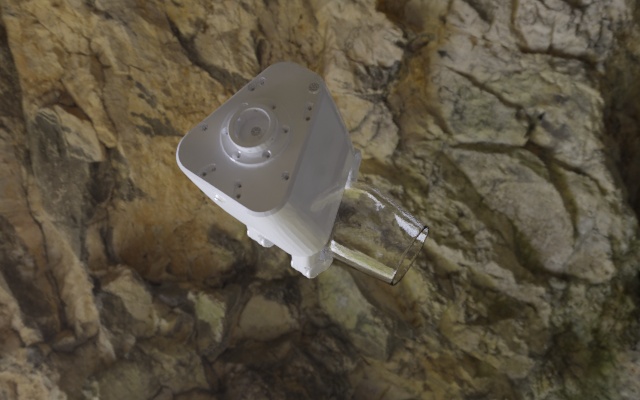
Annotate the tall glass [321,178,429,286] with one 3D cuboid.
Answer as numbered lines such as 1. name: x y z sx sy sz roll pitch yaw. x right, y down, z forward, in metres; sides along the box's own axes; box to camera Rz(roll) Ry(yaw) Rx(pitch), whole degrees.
1. tall glass: 0.000 0.001 0.456 0.201 0.079 0.079 31 12 21
